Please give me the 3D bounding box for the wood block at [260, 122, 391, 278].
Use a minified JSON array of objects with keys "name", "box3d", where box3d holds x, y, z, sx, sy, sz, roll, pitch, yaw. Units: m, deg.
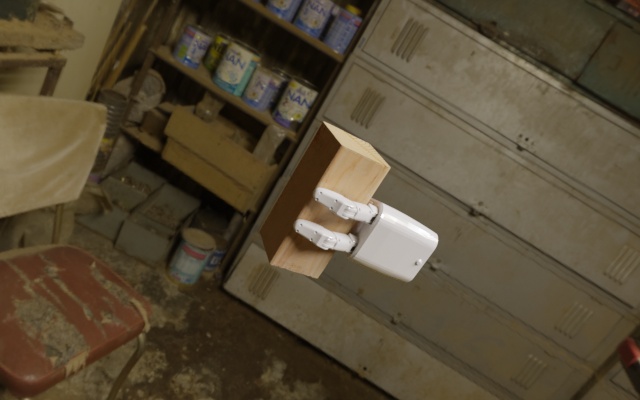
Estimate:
[{"name":"wood block","box3d":[0.000,0.002,0.715,0.090,0.206,0.090,21,21,-28]}]
